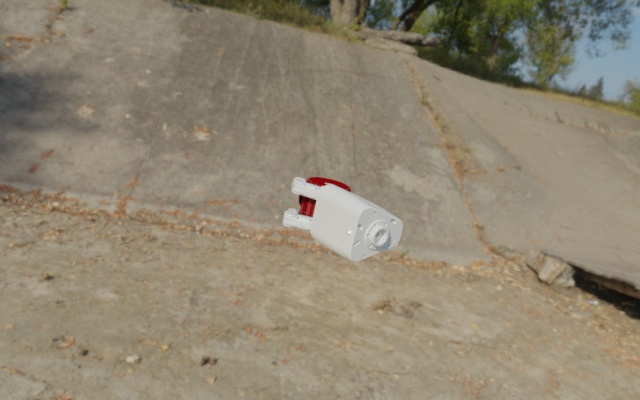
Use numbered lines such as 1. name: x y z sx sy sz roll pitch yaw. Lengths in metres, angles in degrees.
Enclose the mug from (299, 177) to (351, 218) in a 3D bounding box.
1. mug: -0.001 0.002 0.869 0.093 0.081 0.117 1 18 -37
